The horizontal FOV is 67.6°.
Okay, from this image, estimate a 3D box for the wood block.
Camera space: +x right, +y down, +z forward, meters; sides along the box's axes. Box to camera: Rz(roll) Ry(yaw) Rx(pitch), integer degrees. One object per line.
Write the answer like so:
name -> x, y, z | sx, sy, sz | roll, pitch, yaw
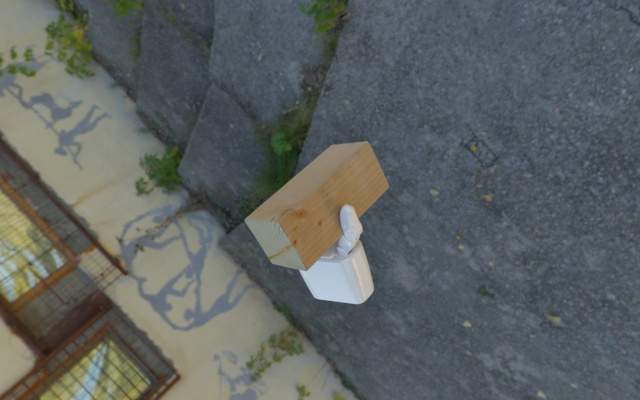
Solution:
wood block -> 0.000, 0.003, 0.732 | 0.091, 0.090, 0.206 | 3, 38, 50
